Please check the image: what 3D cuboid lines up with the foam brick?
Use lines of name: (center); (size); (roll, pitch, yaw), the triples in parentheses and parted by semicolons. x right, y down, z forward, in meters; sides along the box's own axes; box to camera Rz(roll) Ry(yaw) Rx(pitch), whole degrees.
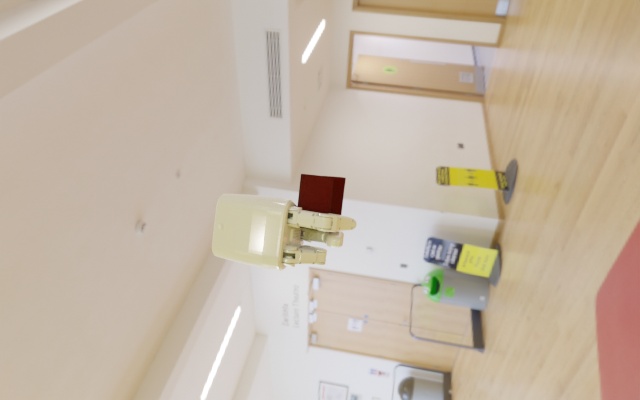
foam brick: (0.000, 0.002, 0.680); (0.051, 0.078, 0.053); (8, 3, 21)
